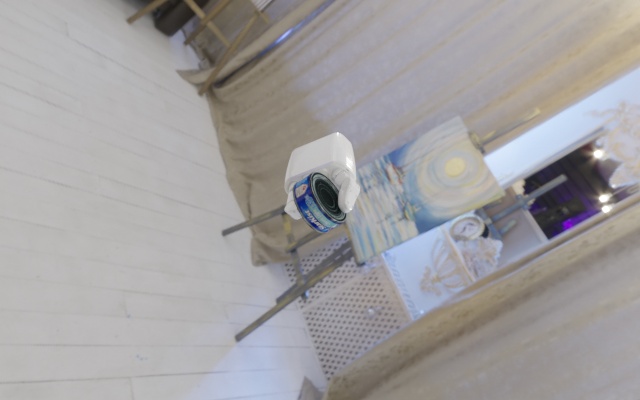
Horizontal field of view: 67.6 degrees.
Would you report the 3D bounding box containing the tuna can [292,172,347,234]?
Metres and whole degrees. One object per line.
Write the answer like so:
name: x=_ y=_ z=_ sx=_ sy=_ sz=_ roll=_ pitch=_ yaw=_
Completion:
tuna can: x=0.001 y=0.002 z=0.688 sx=0.034 sy=0.086 sz=0.086 roll=-32 pitch=-15 yaw=25
